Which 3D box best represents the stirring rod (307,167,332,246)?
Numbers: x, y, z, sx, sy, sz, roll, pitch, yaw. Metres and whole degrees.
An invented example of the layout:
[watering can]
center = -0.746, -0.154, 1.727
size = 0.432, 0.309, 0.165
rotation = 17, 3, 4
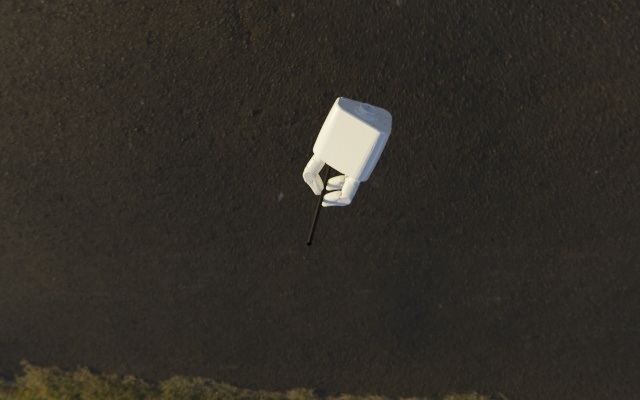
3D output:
[stirring rod]
center = 0.000, 0.003, 0.889
size = 0.011, 0.011, 0.239
rotation = 0, 35, 11
